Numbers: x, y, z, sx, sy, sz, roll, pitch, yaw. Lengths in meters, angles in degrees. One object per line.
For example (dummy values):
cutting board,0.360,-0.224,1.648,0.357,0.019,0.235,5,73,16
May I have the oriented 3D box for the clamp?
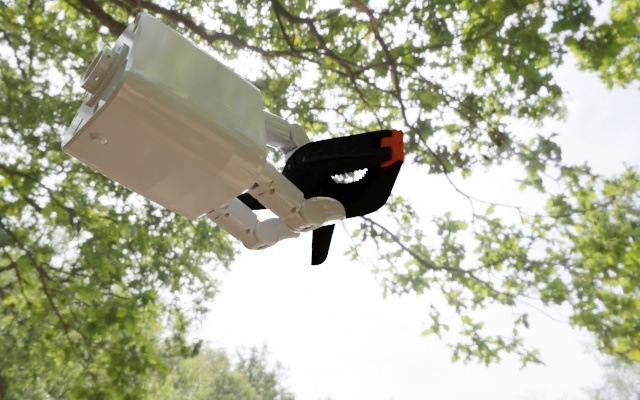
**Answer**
clamp,0.000,0.000,0.432,0.210,0.036,0.165,-25,-43,38
